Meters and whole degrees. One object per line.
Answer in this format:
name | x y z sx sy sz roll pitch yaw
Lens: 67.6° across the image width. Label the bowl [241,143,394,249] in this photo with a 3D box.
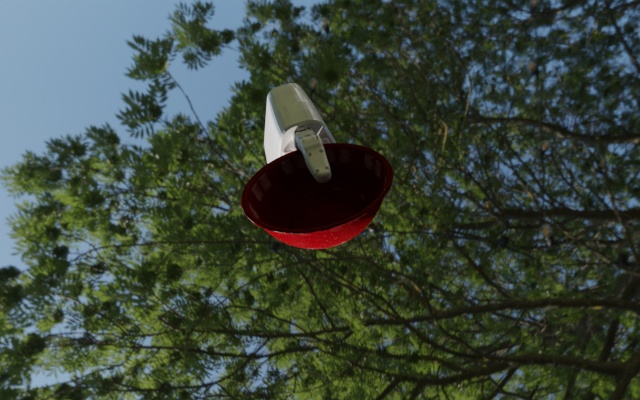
bowl | 0.000 0.003 0.513 0.162 0.055 0.162 -9 35 6
